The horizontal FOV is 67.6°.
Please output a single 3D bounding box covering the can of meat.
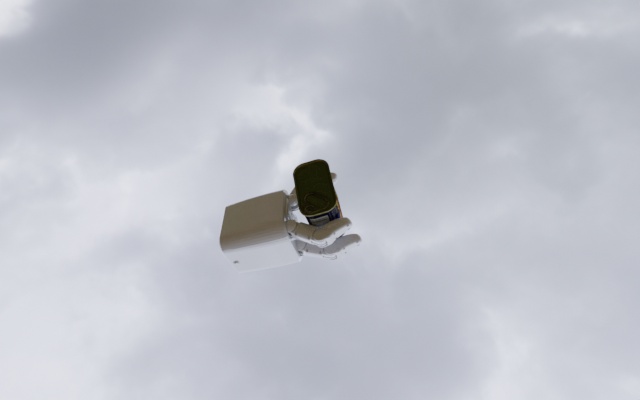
[{"bbox_3d":[0.000,0.003,0.737,0.057,0.102,0.084,-16,-38,5],"label":"can of meat"}]
